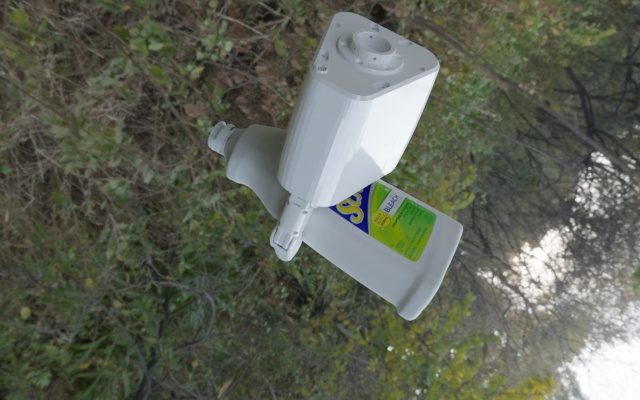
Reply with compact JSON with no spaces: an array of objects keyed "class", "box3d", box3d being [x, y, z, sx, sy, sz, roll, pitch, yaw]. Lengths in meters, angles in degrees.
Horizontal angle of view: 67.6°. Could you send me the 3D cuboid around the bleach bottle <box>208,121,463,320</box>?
[{"class":"bleach bottle","box3d":[0.000,0.001,0.447,0.251,0.068,0.102,30,48,9]}]
